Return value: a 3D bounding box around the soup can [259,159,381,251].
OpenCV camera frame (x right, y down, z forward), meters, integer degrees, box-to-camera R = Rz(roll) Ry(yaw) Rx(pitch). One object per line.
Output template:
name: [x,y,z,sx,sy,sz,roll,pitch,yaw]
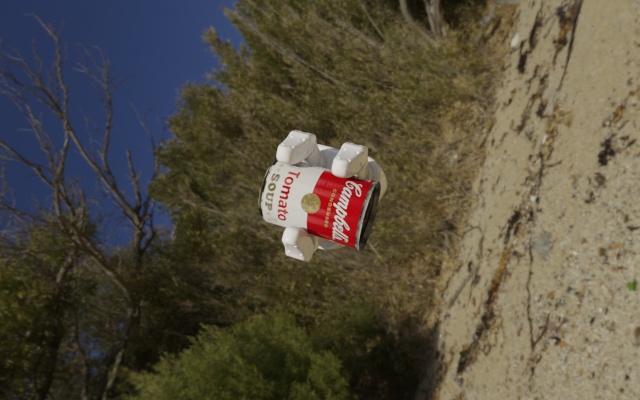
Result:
soup can: [0.000,0.002,0.463,0.102,0.068,0.068,16,4,15]
